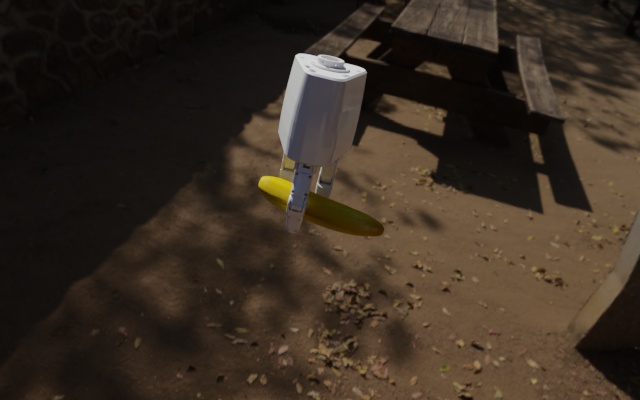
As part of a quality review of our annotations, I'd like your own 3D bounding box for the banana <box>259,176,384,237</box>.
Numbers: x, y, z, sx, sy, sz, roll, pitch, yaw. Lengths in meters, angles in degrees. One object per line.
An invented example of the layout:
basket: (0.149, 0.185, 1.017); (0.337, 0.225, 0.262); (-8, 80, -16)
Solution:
banana: (-0.011, 0.004, 0.637); (0.198, 0.037, 0.069); (24, 20, 22)
